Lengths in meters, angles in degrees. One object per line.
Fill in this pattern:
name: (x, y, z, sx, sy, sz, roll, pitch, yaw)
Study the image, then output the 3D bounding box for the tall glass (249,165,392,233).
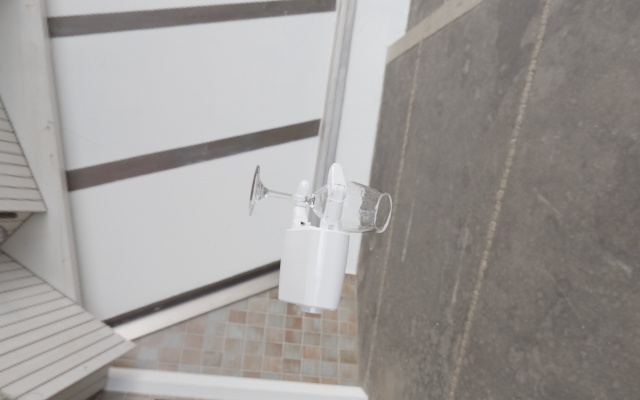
tall glass: (-0.001, 0.002, 0.701, 0.201, 0.079, 0.079, 10, -2, -13)
